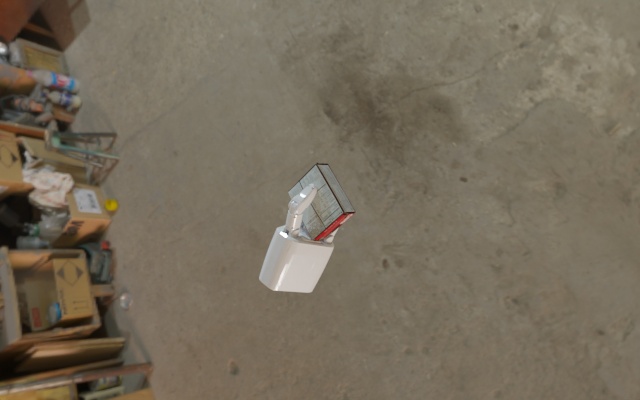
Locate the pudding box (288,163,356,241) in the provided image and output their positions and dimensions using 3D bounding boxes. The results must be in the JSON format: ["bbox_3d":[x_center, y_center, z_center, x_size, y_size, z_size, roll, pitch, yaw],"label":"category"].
[{"bbox_3d":[0.000,0.003,0.856,0.090,0.113,0.039,-42,-24,30],"label":"pudding box"}]
